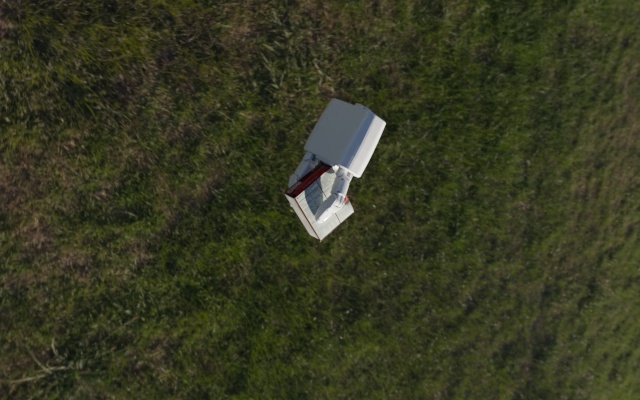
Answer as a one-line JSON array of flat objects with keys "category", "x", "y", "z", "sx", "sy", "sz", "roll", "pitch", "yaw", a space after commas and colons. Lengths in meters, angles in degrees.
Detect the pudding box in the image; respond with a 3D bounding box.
[{"category": "pudding box", "x": 0.000, "y": 0.003, "z": 0.840, "sx": 0.090, "sy": 0.113, "sz": 0.039, "roll": -40, "pitch": 34, "yaw": -15}]
